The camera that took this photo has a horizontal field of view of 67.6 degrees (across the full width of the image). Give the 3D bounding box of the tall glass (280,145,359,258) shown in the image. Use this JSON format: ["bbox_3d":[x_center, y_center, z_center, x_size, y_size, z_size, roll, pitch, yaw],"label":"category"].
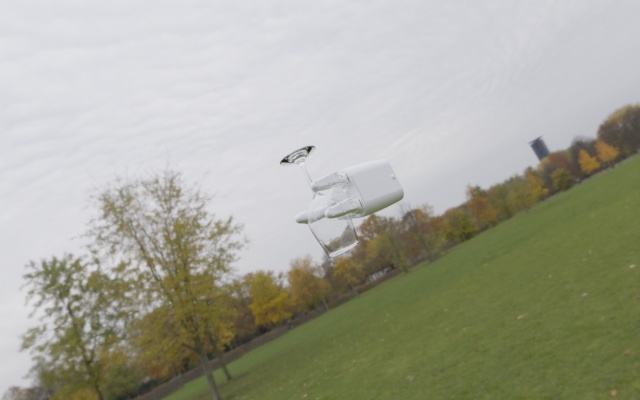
[{"bbox_3d":[0.000,0.002,0.881,0.079,0.201,0.079,-25,-11,-5],"label":"tall glass"}]
